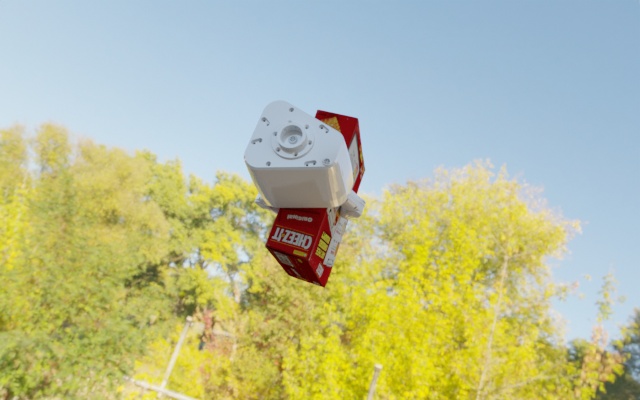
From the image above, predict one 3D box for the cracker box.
[{"bbox_3d":[0.000,0.002,0.704,0.072,0.213,0.164,15,-19,14],"label":"cracker box"}]
